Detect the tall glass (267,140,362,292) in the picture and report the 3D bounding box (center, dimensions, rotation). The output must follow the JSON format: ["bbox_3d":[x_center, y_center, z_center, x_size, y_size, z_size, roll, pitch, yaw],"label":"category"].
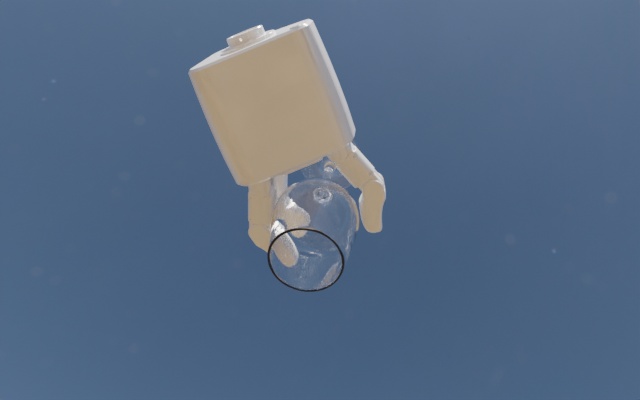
[{"bbox_3d":[0.000,0.001,0.463,0.079,0.079,0.201,0,28,8],"label":"tall glass"}]
